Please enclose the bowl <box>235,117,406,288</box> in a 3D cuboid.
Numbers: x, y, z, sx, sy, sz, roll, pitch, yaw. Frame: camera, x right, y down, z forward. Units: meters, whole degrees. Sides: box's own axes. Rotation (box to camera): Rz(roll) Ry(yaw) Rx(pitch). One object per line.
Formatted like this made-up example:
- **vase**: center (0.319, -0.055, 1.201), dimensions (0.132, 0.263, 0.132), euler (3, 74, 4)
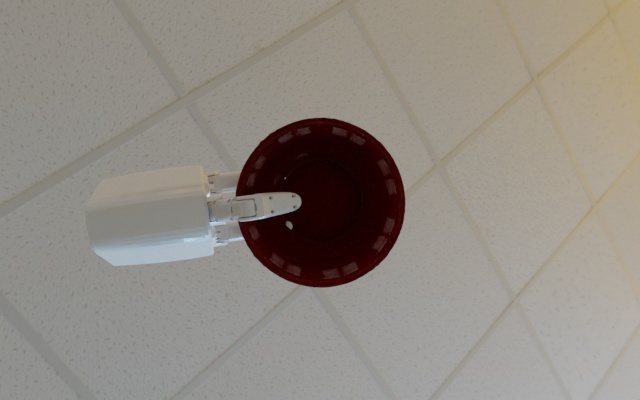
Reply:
- **bowl**: center (0.001, 0.002, 0.477), dimensions (0.162, 0.162, 0.055), euler (0, 3, 0)
